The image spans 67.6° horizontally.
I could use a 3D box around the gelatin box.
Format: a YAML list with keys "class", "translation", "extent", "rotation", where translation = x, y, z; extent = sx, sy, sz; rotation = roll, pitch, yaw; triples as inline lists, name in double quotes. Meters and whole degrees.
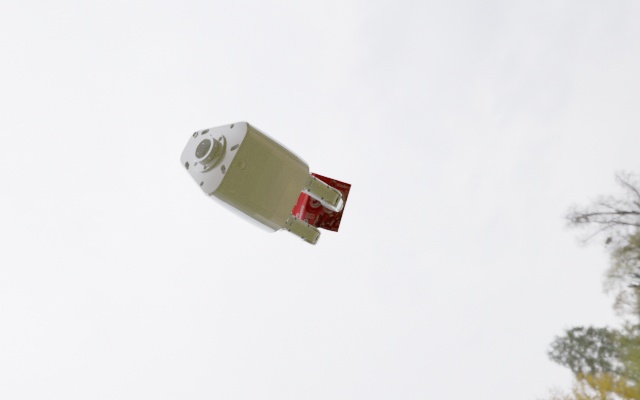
- class: "gelatin box"
  translation: [0.000, 0.002, 0.659]
  extent: [0.030, 0.073, 0.089]
  rotation: [17, 1, 38]
